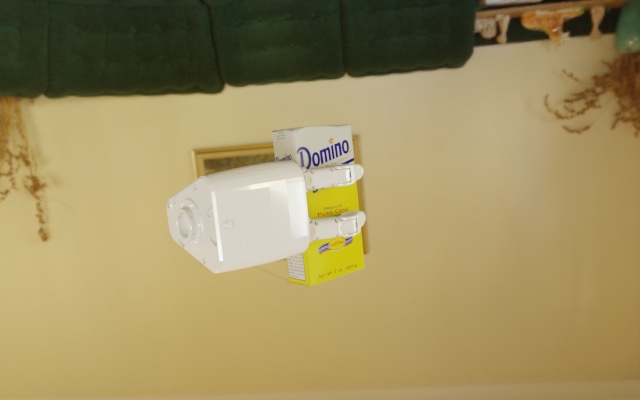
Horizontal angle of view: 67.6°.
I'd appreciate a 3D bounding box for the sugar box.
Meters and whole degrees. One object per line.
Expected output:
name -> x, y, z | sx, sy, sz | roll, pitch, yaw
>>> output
sugar box -> 0.000, 0.002, 0.559 | 0.093, 0.176, 0.048 | -12, 11, -41
